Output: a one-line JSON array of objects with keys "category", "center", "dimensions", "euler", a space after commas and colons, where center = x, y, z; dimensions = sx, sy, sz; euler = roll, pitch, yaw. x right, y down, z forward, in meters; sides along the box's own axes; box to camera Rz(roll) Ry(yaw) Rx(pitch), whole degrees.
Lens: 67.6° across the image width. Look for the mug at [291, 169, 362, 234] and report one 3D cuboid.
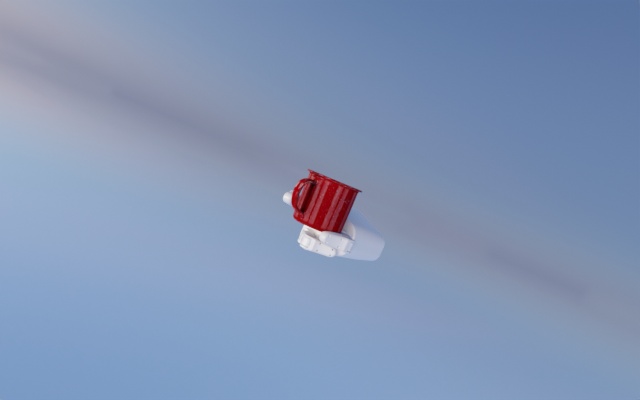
[{"category": "mug", "center": [-0.001, 0.002, 0.744], "dimensions": [0.093, 0.081, 0.117], "euler": [25, 4, 41]}]
